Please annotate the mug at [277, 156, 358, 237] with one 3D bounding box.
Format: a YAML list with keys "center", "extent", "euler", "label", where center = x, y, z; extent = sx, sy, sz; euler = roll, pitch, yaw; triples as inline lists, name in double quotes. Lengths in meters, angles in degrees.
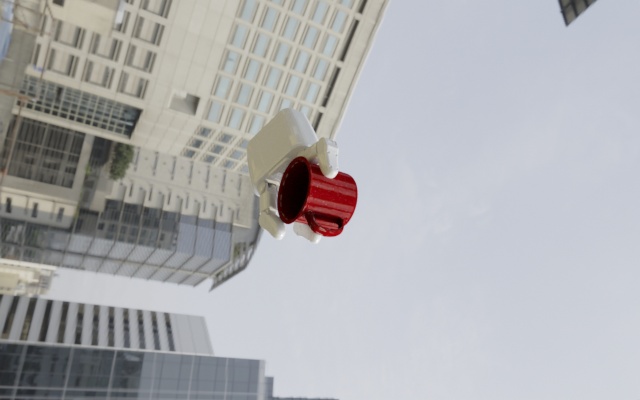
- center: [0.001, 0.003, 0.646]
  extent: [0.081, 0.093, 0.117]
  euler: [13, 37, -29]
  label: "mug"
